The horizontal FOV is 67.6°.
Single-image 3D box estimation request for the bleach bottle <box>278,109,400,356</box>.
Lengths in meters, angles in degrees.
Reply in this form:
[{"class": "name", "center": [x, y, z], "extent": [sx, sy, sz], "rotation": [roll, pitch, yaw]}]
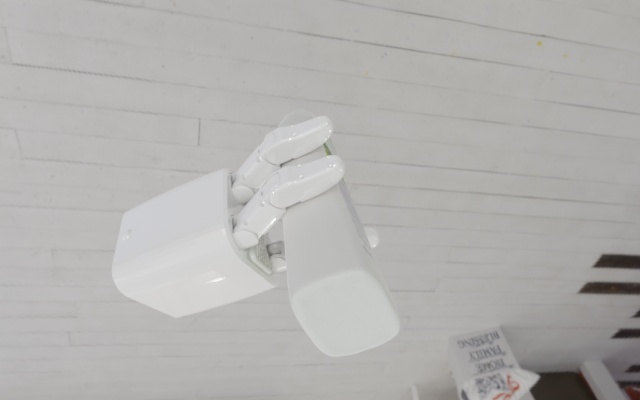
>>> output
[{"class": "bleach bottle", "center": [0.000, 0.001, 0.427], "extent": [0.068, 0.103, 0.250], "rotation": [-21, 42, 7]}]
